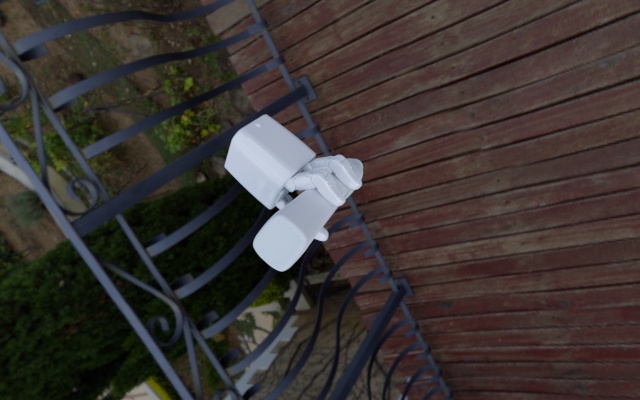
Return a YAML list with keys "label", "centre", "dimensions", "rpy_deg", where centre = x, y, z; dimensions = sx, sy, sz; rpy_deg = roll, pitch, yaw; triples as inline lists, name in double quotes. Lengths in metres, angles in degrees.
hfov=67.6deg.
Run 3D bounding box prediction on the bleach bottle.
- label: "bleach bottle"
  centre: [0.000, 0.002, 0.759]
  dimensions: [0.103, 0.068, 0.250]
  rpy_deg: [-50, -3, 41]
